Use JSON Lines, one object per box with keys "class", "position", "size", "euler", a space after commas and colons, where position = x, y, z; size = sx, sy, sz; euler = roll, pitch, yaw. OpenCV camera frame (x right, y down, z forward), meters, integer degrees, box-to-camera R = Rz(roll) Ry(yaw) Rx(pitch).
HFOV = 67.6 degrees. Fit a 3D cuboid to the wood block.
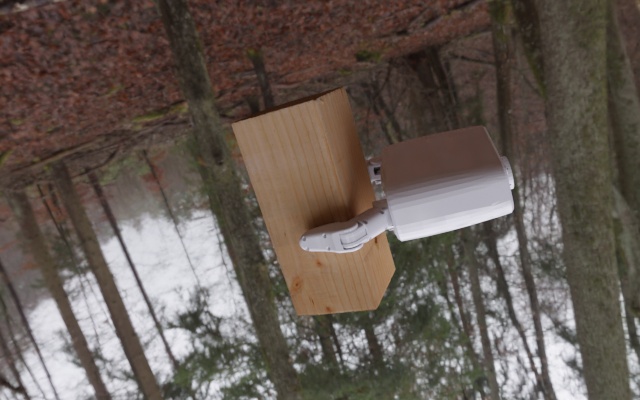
{"class": "wood block", "position": [0.000, 0.002, 0.484], "size": [0.090, 0.206, 0.090], "euler": [-11, 15, 25]}
